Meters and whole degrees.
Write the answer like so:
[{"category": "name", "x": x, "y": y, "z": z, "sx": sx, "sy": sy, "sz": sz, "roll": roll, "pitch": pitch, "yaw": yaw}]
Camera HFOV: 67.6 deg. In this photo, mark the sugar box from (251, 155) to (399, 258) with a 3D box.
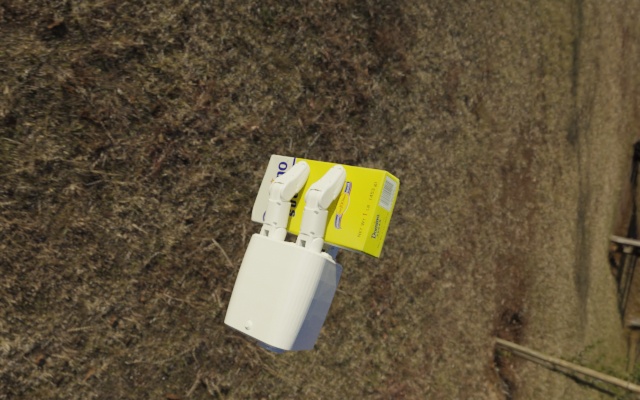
[{"category": "sugar box", "x": 0.000, "y": 0.002, "z": 0.570, "sx": 0.176, "sy": 0.093, "sz": 0.048, "roll": 11, "pitch": -10, "yaw": 36}]
